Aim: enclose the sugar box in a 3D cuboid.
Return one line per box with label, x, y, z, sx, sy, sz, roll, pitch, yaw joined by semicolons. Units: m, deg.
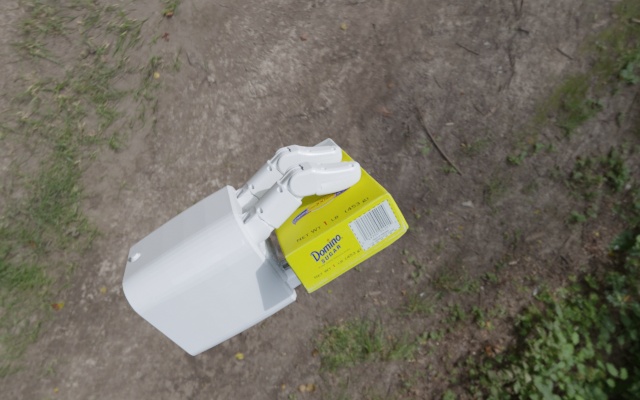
sugar box;0.000;0.001;0.432;0.093;0.048;0.176;-31;27;-2
